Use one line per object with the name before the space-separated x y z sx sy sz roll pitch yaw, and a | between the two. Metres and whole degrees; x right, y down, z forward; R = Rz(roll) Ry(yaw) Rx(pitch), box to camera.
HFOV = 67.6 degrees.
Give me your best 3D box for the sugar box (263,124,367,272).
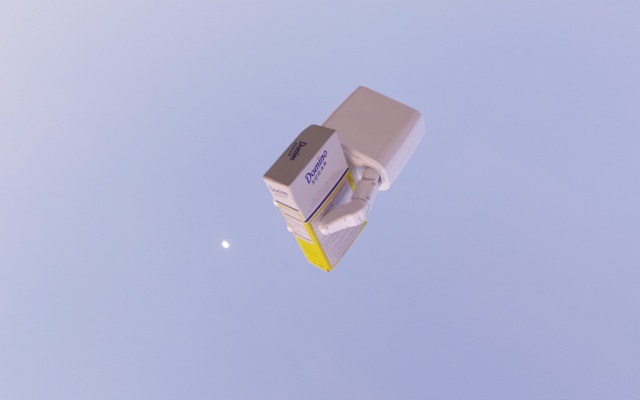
sugar box | 0.000 0.002 0.584 0.048 0.093 0.176 21 -30 35
